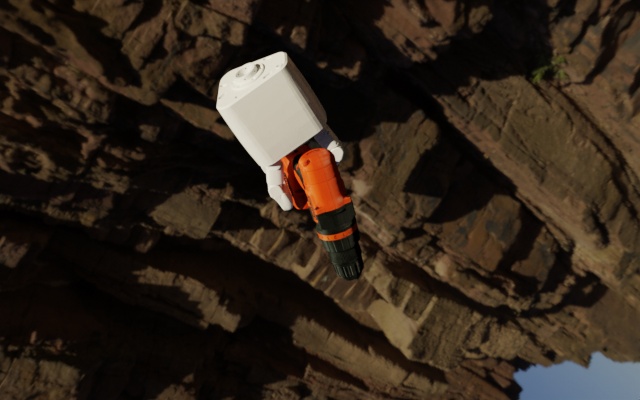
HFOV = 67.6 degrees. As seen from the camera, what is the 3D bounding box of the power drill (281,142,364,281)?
[{"bbox_3d":[0.000,0.002,0.670,0.057,0.184,0.187,-20,22,-11],"label":"power drill"}]
